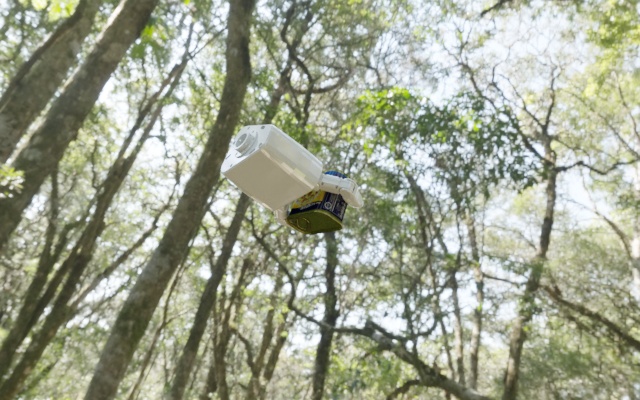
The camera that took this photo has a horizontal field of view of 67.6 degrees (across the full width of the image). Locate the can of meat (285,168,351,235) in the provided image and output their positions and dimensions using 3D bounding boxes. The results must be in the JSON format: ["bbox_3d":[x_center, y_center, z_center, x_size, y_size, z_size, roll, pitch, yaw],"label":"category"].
[{"bbox_3d":[0.000,0.002,0.771,0.057,0.084,0.102,36,-31,-30],"label":"can of meat"}]
